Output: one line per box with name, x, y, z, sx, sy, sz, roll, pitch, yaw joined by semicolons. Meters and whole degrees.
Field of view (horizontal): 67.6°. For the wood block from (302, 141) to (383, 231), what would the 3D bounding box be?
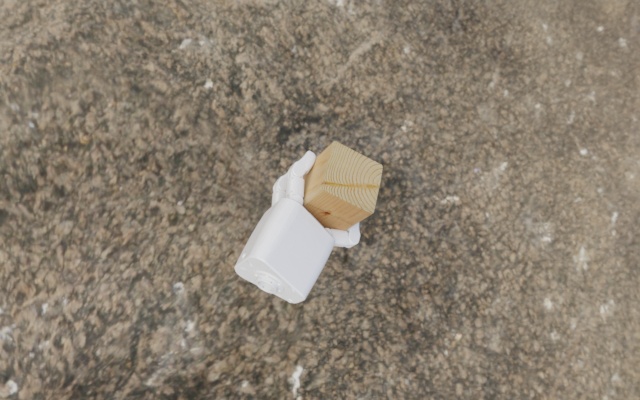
wood block;0.000;0.003;0.772;0.091;0.090;0.206;25;-31;-19
